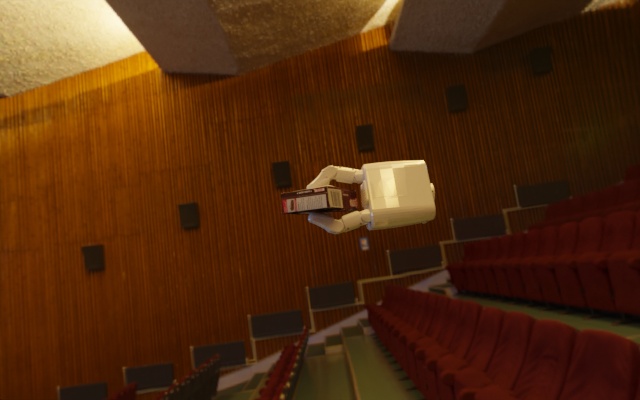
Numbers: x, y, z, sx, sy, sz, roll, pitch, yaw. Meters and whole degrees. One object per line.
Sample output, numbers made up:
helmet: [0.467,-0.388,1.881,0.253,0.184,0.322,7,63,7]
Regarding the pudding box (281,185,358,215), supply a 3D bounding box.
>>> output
pudding box: [0.000,0.002,0.799,0.090,0.039,0.113,-9,-9,27]
